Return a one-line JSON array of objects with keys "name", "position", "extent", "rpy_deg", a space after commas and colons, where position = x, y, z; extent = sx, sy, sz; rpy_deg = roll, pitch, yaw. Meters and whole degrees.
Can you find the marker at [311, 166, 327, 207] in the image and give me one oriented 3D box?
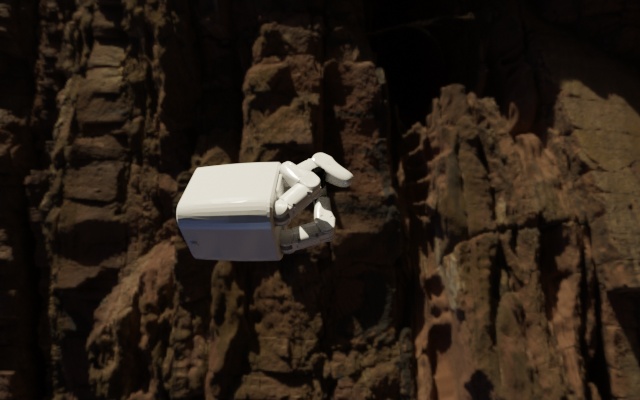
[{"name": "marker", "position": [0.000, 0.002, 0.616], "extent": [0.020, 0.020, 0.121], "rpy_deg": [0, -41, 5]}]
